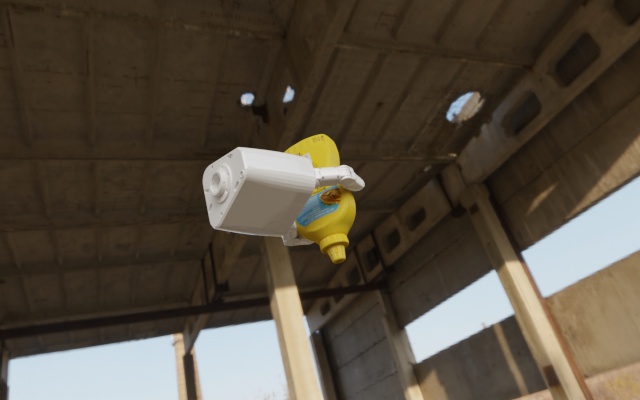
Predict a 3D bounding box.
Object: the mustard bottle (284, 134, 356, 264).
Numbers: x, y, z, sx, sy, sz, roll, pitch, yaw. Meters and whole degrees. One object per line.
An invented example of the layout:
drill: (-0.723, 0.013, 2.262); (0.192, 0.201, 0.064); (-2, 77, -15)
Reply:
mustard bottle: (0.000, 0.002, 0.703); (0.096, 0.191, 0.058); (-27, -28, 19)
